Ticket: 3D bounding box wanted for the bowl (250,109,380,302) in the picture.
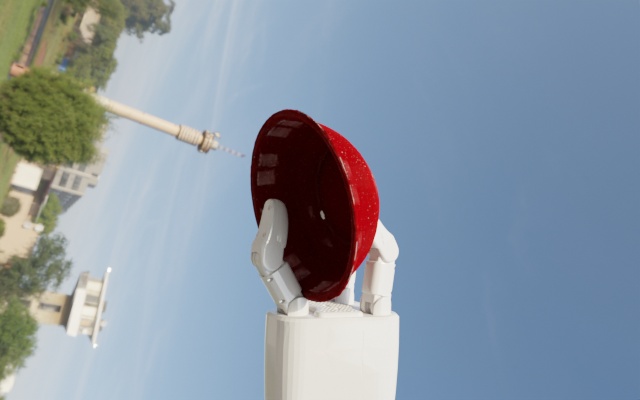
[{"bbox_3d":[0.000,0.000,0.409,0.055,0.162,0.162,-13,7,-33],"label":"bowl"}]
